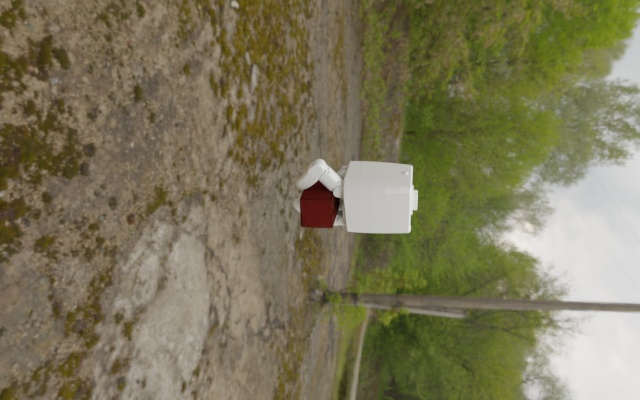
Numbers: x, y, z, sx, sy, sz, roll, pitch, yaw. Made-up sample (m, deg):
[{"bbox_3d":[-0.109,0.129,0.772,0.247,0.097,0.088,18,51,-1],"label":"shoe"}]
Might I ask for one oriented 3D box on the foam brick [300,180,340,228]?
[{"bbox_3d":[0.000,0.003,0.774,0.051,0.053,0.078,4,31,10],"label":"foam brick"}]
